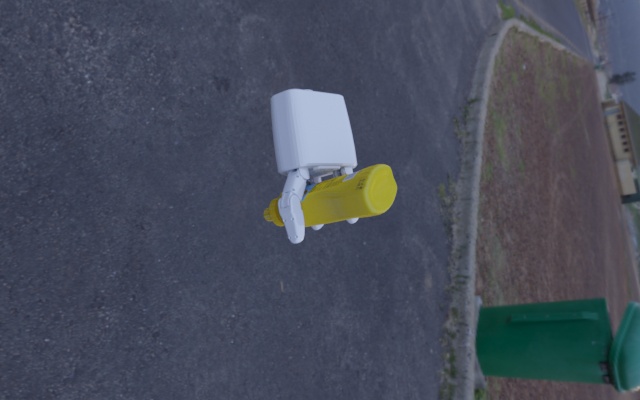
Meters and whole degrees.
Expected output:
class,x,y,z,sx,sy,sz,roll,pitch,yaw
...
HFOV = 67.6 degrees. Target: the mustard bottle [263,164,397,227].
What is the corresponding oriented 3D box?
class,x,y,z,sx,sy,sz,roll,pitch,yaw
mustard bottle,0.000,0.002,0.644,0.191,0.058,0.096,-13,17,33
